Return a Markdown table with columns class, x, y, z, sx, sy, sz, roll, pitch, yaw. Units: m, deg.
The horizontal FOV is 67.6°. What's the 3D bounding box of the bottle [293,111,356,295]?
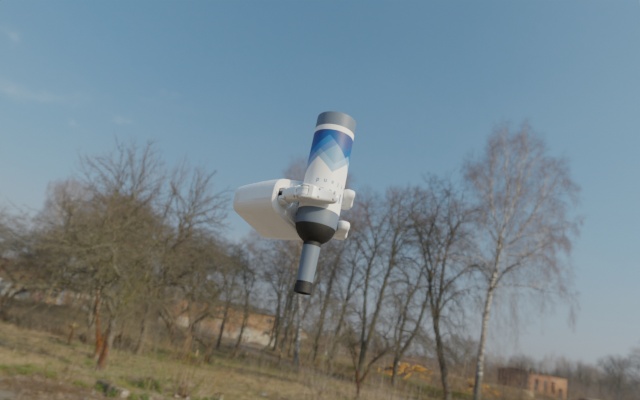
| class | x | y | z | sx | sy | sz | roll | pitch | yaw |
| --- | --- | --- | --- | --- | --- | --- | --- | --- | --- |
| bottle | 0.000 | 0.002 | 0.764 | 0.069 | 0.295 | 0.069 | 10 | -18 | 3 |
